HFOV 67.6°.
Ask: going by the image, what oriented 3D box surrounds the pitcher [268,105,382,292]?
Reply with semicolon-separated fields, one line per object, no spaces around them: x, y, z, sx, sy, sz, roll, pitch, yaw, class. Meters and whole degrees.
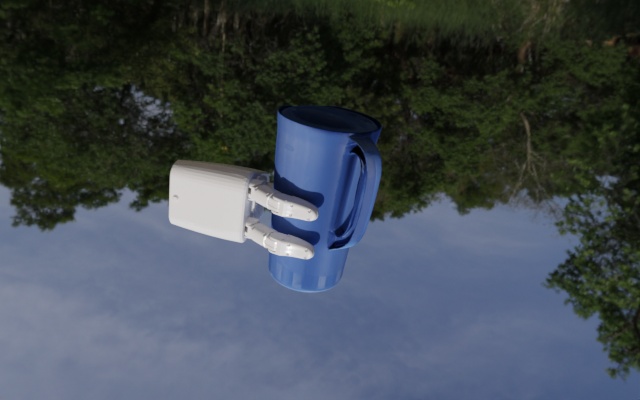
0.000;0.002;0.638;0.145;0.243;0.149;12;23;7;pitcher
